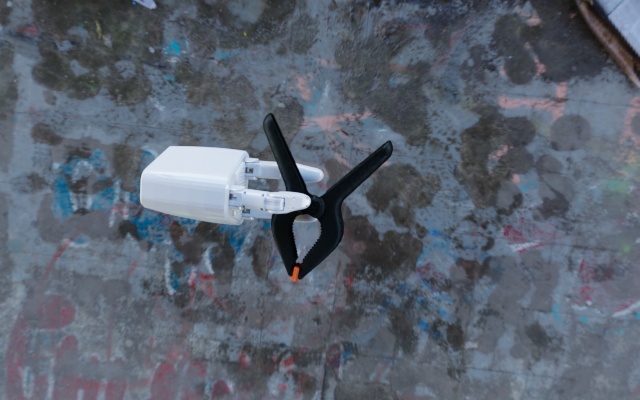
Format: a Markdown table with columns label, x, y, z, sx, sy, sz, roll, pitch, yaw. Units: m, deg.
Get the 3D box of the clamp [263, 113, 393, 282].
| label | x | y | z | sx | sy | sz | roll | pitch | yaw |
| --- | --- | --- | --- | --- | --- | --- | --- | --- | --- |
| clamp | 0.000 | 0.003 | 0.607 | 0.164 | 0.210 | 0.036 | 7 | 9 | 6 |
